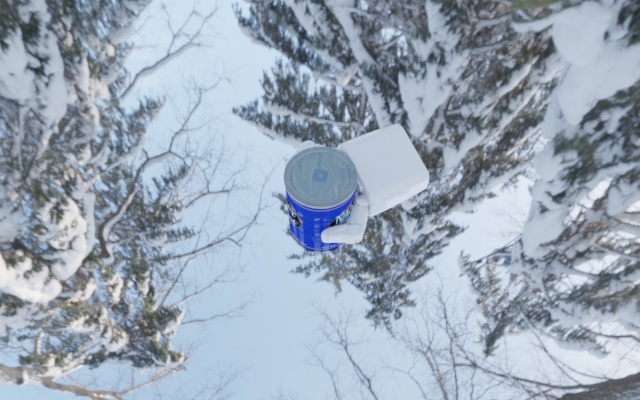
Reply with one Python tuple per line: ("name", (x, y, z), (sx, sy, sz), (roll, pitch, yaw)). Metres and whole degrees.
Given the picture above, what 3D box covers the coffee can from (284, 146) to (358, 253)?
("coffee can", (0.000, 0.002, 0.717), (0.103, 0.102, 0.140), (0, -32, 0))
